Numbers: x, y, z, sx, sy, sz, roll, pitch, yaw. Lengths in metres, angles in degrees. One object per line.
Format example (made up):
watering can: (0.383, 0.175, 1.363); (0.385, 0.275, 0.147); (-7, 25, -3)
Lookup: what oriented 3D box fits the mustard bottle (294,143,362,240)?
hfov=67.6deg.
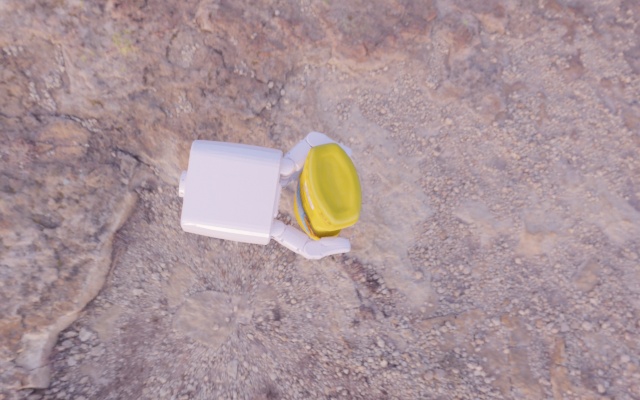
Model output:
mustard bottle: (0.000, 0.002, 0.612); (0.058, 0.096, 0.192); (-15, -10, -13)
